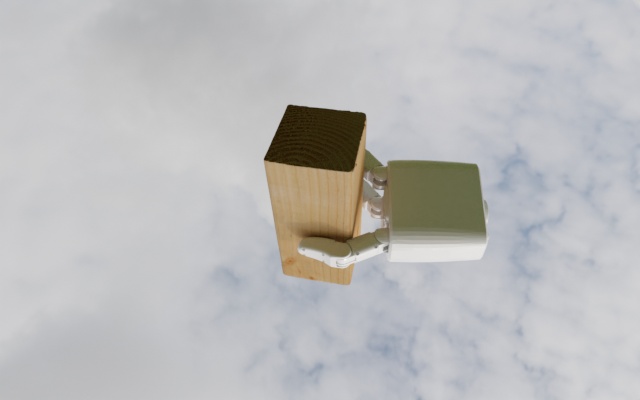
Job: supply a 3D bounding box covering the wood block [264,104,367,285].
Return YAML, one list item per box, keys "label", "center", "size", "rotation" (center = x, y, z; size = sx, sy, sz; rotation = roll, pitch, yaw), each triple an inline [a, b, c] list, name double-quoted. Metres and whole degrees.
- label: "wood block"
  center: [0.000, 0.002, 0.555]
  size: [0.090, 0.090, 0.206]
  rotation: [8, -40, 10]
